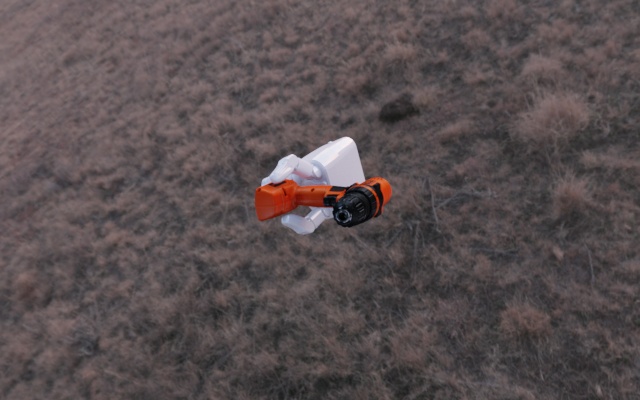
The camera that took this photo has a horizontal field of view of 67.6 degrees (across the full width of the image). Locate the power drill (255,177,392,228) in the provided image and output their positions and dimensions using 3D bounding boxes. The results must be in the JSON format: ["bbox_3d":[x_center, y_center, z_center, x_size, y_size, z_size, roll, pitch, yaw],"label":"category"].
[{"bbox_3d":[0.000,0.002,0.716,0.187,0.057,0.184,2,10,22],"label":"power drill"}]
